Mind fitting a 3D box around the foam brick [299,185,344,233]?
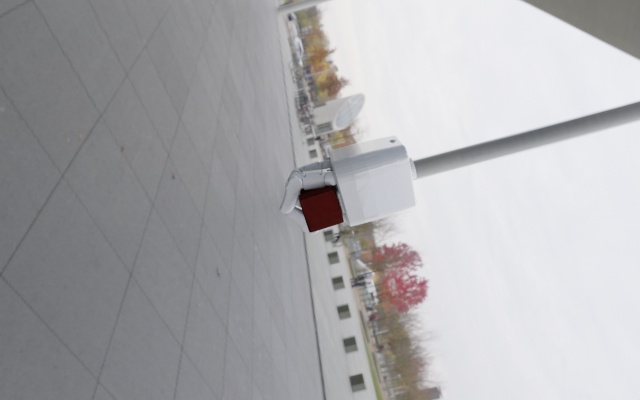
[{"bbox_3d":[0.000,0.002,0.690,0.051,0.053,0.078,-16,21,4],"label":"foam brick"}]
